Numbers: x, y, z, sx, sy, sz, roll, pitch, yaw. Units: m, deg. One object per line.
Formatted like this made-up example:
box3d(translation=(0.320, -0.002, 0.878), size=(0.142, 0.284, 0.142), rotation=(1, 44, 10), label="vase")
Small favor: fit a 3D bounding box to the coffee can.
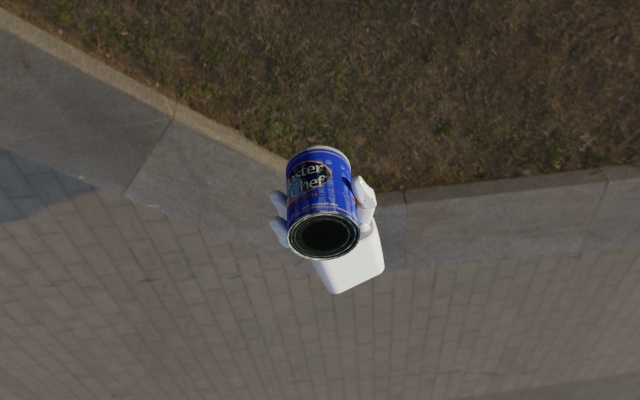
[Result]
box3d(translation=(0.000, 0.002, 0.703), size=(0.103, 0.103, 0.140), rotation=(-2, 45, -2), label="coffee can")
